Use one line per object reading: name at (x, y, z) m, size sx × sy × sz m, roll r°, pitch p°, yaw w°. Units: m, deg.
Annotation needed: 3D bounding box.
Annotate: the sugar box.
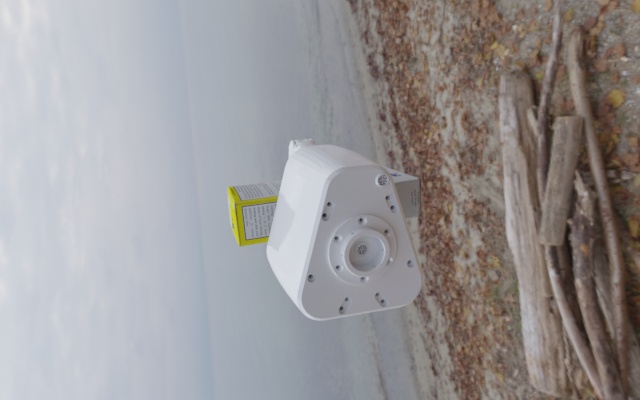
sugar box at (0.000, 0.002, 0.472) m, size 0.176 × 0.048 × 0.093 m, roll -6°, pitch 13°, yaw -14°
